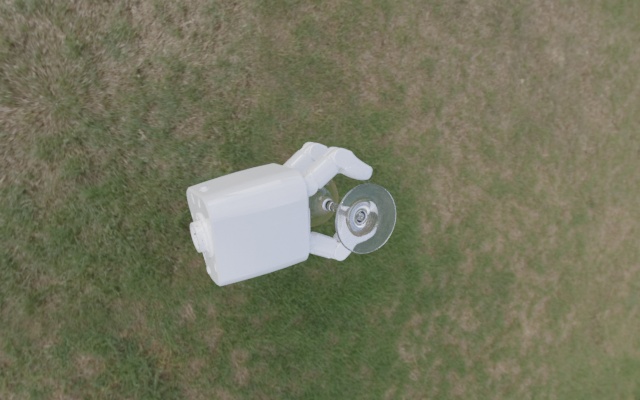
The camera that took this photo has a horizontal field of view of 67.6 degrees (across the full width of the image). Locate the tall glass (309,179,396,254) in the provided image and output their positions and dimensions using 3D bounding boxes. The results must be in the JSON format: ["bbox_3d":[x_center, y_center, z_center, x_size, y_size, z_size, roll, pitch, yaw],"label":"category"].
[{"bbox_3d":[0.001,0.002,0.575,0.079,0.079,0.201,0,10,-29],"label":"tall glass"}]
